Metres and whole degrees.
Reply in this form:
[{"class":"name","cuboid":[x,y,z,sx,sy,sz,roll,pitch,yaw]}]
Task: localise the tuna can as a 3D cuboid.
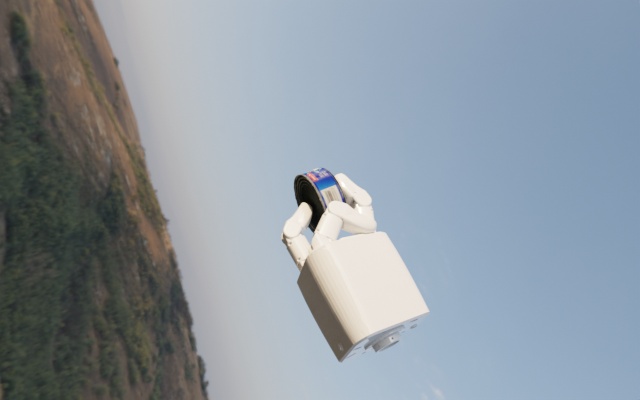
[{"class":"tuna can","cuboid":[0.001,0.002,0.613,0.034,0.086,0.086,-22,8,-22]}]
